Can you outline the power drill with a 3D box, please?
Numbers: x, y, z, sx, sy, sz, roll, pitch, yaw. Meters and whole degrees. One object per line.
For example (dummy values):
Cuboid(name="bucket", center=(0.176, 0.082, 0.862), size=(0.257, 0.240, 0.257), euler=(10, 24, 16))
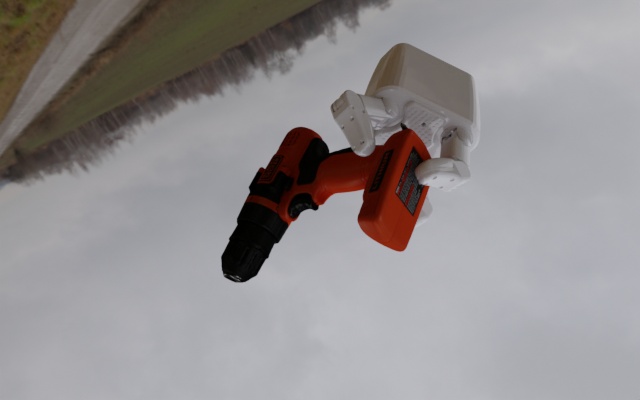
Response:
Cuboid(name="power drill", center=(0.001, 0.001, 0.450), size=(0.187, 0.184, 0.057), euler=(2, -32, 42))
